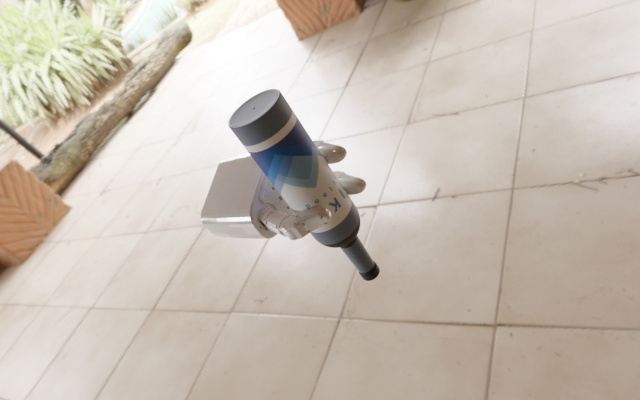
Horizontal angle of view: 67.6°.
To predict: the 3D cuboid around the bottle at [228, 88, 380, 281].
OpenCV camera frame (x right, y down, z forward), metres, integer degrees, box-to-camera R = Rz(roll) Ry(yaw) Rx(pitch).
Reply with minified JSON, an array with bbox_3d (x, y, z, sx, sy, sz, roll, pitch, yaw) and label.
[{"bbox_3d":[0.000,0.002,0.586,0.069,0.069,0.296,0,-43,41],"label":"bottle"}]
